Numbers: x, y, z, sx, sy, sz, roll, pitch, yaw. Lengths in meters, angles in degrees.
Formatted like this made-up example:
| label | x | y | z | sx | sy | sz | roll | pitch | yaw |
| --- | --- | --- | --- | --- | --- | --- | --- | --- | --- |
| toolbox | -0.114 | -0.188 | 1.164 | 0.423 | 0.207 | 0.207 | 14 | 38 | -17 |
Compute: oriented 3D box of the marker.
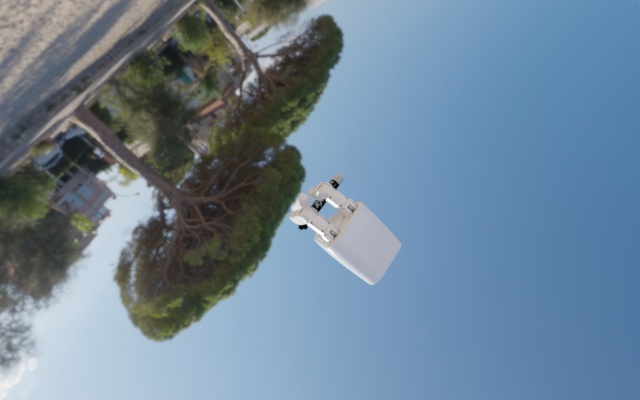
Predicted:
| label | x | y | z | sx | sy | sz | roll | pitch | yaw |
| --- | --- | --- | --- | --- | --- | --- | --- | --- | --- |
| marker | 0.000 | 0.003 | 0.822 | 0.020 | 0.121 | 0.020 | 32 | -22 | 15 |
